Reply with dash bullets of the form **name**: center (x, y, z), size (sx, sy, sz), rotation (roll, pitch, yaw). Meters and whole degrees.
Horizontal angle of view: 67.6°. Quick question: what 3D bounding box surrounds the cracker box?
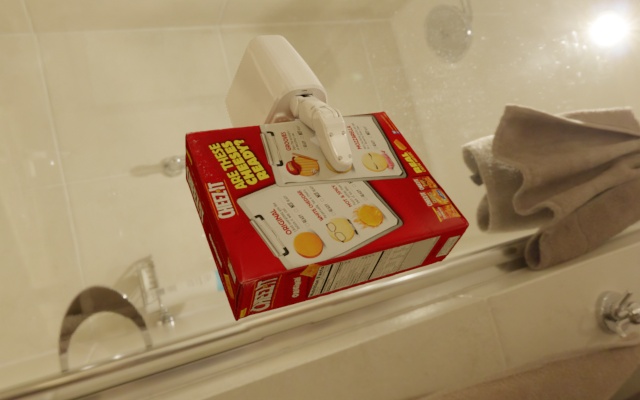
- **cracker box**: center (0.000, 0.001, 0.445), size (0.213, 0.164, 0.072), rotation (-11, -37, -24)
